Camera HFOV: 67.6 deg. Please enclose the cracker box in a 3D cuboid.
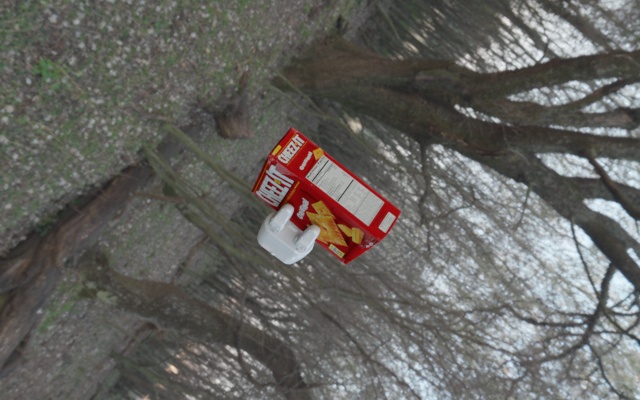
[{"bbox_3d":[0.000,0.003,0.778,0.214,0.072,0.164,37,-26,-2],"label":"cracker box"}]
